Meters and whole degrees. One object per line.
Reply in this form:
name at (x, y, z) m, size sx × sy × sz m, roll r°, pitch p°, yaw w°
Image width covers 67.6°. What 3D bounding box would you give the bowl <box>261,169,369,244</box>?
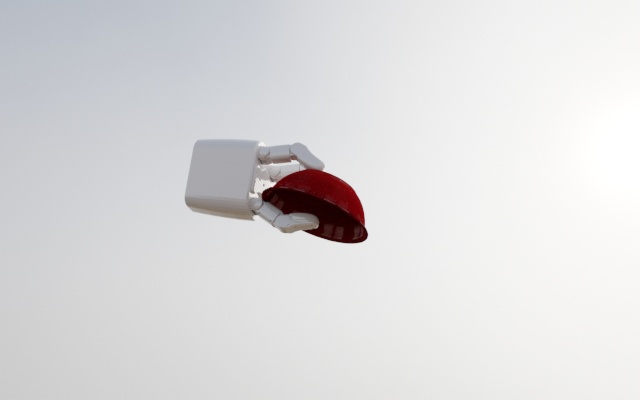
bowl at (0.002, 0.002, 0.682) m, size 0.162 × 0.055 × 0.162 m, roll 20°, pitch -21°, yaw 8°
